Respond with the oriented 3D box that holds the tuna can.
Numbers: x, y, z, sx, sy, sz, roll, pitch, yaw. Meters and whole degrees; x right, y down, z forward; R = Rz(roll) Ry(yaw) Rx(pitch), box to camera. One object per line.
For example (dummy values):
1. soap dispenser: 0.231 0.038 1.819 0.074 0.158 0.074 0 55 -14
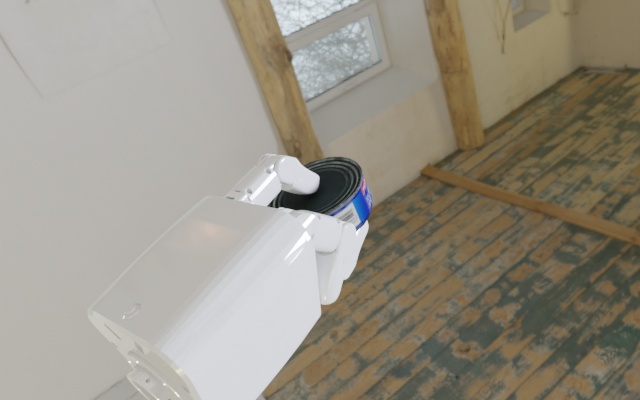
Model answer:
1. tuna can: 0.000 0.002 0.408 0.086 0.034 0.086 -17 34 12
